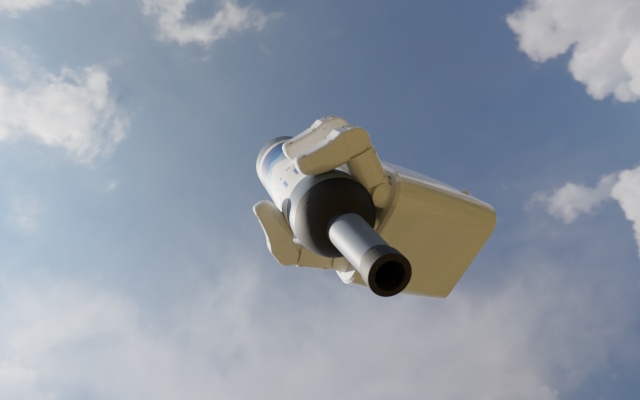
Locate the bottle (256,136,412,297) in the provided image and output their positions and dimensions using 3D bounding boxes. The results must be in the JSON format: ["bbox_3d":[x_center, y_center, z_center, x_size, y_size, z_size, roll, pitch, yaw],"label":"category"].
[{"bbox_3d":[0.000,0.001,0.406,0.069,0.069,0.295,0,16,-16],"label":"bottle"}]
